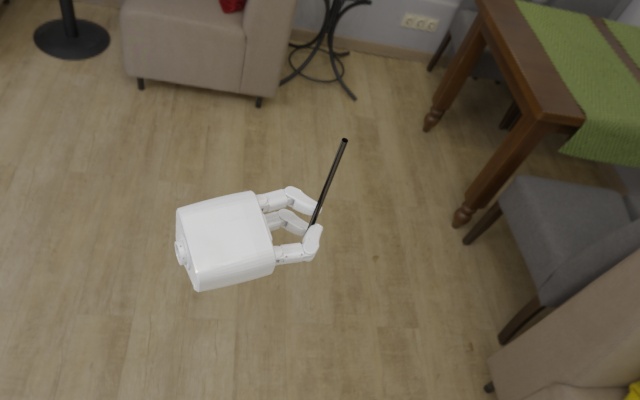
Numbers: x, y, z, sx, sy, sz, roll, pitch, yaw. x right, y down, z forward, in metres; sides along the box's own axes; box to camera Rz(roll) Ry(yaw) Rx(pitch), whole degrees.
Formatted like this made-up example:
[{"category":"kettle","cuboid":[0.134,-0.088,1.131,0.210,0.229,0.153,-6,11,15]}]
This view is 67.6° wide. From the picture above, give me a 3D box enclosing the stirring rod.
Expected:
[{"category":"stirring rod","cuboid":[0.000,0.002,0.655,0.011,0.011,0.240,0,-38,-18]}]
